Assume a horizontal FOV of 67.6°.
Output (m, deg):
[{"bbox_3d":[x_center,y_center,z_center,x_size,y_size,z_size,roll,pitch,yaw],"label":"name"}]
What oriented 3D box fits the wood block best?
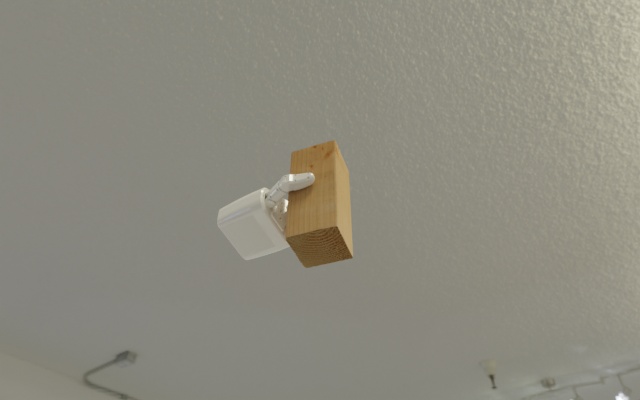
[{"bbox_3d":[0.000,0.003,0.842,0.090,0.206,0.091,-14,-44,15],"label":"wood block"}]
